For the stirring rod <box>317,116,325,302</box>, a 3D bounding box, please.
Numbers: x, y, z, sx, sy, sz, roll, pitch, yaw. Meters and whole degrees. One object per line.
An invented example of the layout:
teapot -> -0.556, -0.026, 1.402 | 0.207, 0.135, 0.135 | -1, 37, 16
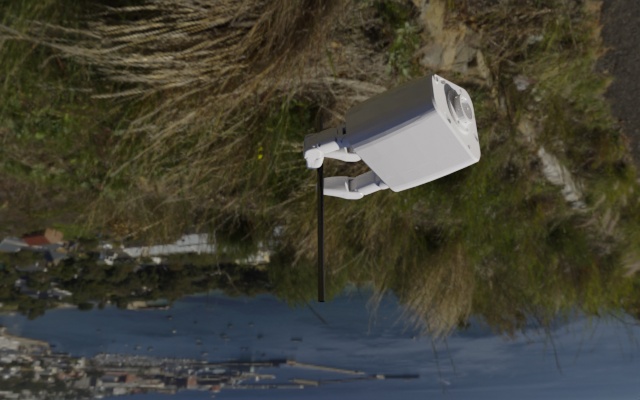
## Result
stirring rod -> 0.000, 0.002, 0.578 | 0.011, 0.239, 0.011 | 0, -23, 0
